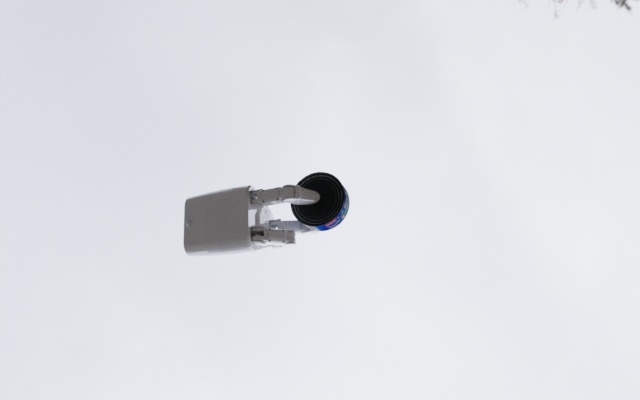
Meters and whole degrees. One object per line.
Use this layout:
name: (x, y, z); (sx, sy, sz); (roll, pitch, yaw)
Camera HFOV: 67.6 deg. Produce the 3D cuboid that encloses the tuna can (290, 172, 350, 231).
tuna can: (0.000, 0.003, 0.719); (0.086, 0.086, 0.034); (0, -19, 20)
